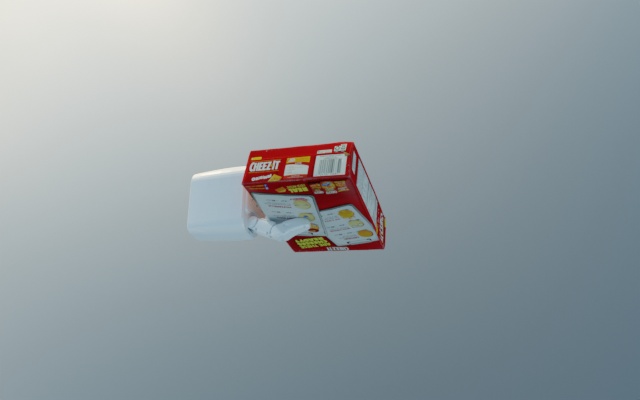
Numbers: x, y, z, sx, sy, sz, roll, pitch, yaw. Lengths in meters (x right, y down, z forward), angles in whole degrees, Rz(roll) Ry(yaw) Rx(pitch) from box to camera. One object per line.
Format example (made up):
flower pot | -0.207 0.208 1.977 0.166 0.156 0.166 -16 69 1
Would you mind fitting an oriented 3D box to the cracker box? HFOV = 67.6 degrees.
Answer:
cracker box | 0.000 0.003 0.745 0.164 0.072 0.214 -4 -33 20
